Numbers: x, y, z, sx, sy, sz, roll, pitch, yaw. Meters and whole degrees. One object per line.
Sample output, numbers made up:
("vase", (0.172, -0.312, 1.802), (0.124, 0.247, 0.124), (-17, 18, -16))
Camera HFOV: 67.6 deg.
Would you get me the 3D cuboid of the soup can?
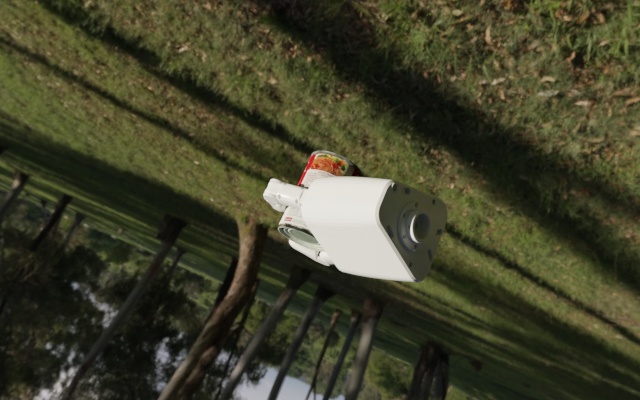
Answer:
("soup can", (0.000, 0.002, 0.567), (0.068, 0.102, 0.068), (22, -18, 8))
